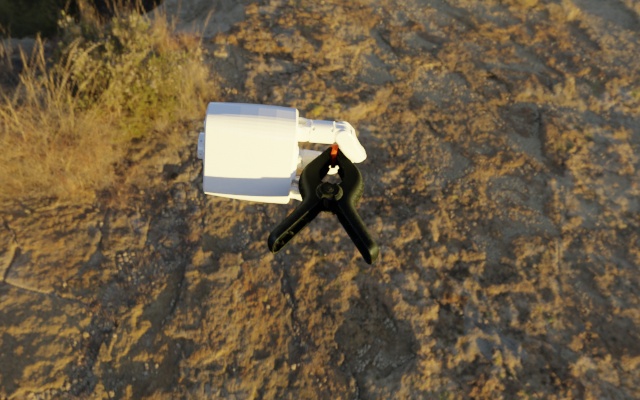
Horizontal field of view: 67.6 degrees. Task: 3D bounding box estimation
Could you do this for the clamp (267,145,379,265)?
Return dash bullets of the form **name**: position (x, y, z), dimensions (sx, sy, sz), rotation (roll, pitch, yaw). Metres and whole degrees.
- **clamp**: position (0.000, 0.001, 0.560), dimensions (0.120, 0.171, 0.039), rotation (4, -44, -8)
